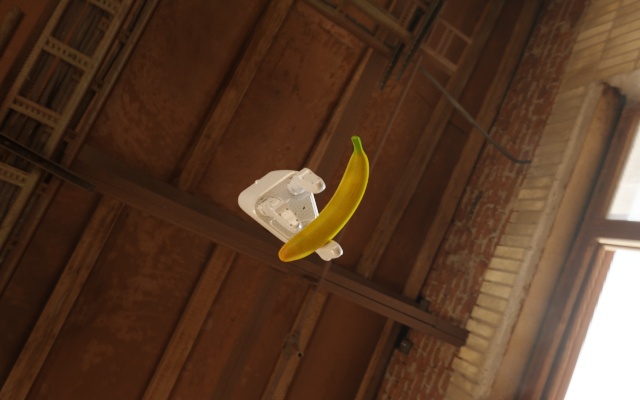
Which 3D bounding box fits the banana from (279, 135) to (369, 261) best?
[{"bbox_3d":[0.016,0.008,0.666,0.070,0.198,0.037,34,-5,-28],"label":"banana"}]
